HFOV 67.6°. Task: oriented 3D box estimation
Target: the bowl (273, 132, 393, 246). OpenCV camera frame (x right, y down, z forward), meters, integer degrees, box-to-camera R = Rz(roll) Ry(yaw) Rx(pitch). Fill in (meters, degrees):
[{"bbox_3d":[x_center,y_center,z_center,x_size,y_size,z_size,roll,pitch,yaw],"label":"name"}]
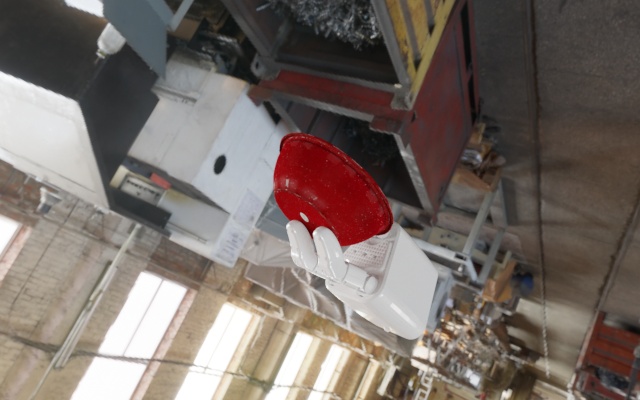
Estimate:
[{"bbox_3d":[-0.001,0.001,0.539,0.055,0.162,0.162,-48,23,-22],"label":"bowl"}]
